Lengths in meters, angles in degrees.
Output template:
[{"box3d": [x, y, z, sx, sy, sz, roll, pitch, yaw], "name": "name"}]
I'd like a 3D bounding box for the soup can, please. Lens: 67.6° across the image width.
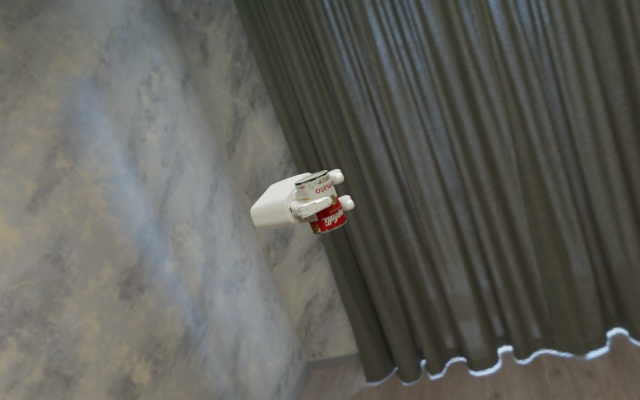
[{"box3d": [0.000, 0.003, 0.887, 0.068, 0.102, 0.068, -20, 10, 4], "name": "soup can"}]
